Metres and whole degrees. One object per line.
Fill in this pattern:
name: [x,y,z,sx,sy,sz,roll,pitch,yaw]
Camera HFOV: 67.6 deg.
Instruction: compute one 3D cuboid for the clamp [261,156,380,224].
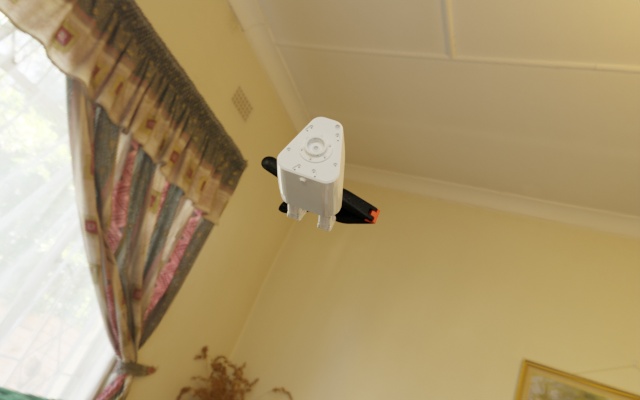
clamp: [0.001,0.002,0.843,0.210,0.036,0.165,20,-26,11]
